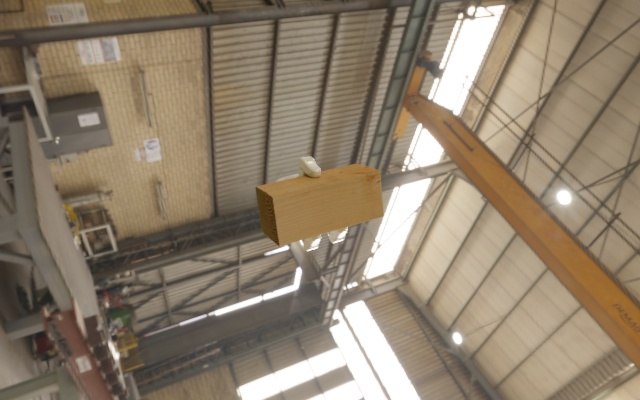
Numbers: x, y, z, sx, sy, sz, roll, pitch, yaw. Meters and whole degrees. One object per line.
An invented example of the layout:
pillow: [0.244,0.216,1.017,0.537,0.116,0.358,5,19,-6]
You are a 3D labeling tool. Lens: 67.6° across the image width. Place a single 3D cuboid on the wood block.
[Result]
wood block: [0.000,0.002,0.856,0.206,0.091,0.090,-15,19,-23]
